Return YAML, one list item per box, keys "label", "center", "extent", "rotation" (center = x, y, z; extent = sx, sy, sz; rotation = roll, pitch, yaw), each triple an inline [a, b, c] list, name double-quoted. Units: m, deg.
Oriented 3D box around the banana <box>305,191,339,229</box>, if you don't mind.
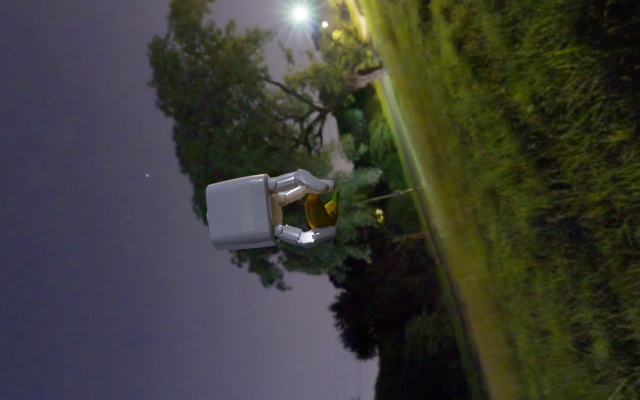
- label: "banana"
  center: [0.002, 0.021, 0.811]
  extent: [0.037, 0.069, 0.198]
  rotation: [-4, 2, 11]
